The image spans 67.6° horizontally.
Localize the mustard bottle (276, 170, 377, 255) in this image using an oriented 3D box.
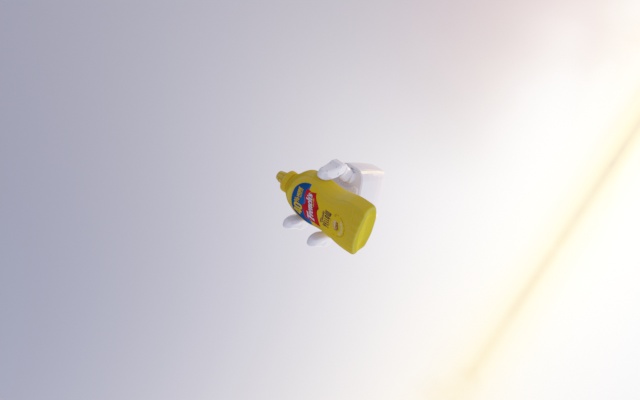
[{"bbox_3d":[0.000,0.003,0.799,0.191,0.096,0.058,34,45,25],"label":"mustard bottle"}]
